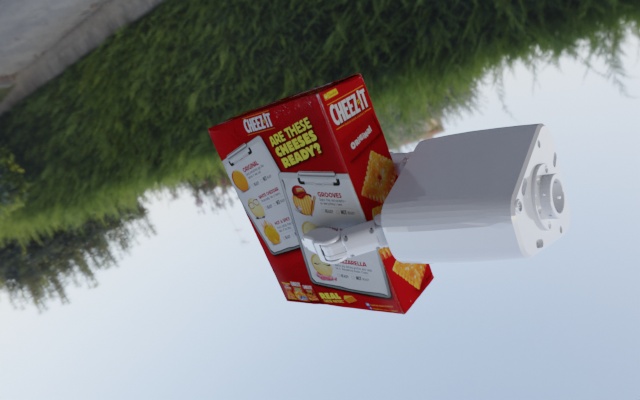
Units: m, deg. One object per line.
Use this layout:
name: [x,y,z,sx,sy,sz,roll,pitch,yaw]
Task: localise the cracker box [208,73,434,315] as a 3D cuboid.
cracker box: [0.000,0.002,0.476,0.164,0.214,0.072,-6,23,45]
